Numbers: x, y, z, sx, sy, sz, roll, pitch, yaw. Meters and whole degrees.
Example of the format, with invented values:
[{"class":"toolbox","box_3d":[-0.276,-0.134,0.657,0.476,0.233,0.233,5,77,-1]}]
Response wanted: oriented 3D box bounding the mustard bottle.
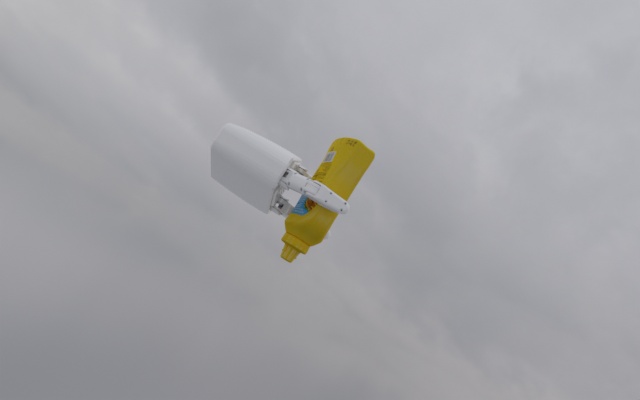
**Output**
[{"class":"mustard bottle","box_3d":[0.001,0.002,0.680,0.058,0.191,0.096,36,-12,-21]}]
